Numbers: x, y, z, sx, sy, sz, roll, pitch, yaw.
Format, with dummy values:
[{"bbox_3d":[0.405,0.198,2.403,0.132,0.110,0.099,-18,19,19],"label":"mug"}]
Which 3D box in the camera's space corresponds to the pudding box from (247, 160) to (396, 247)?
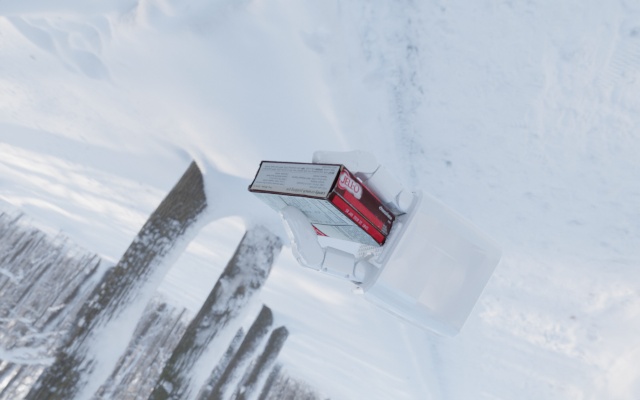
[{"bbox_3d":[0.000,0.002,0.447,0.113,0.039,0.090,5,-27,45],"label":"pudding box"}]
